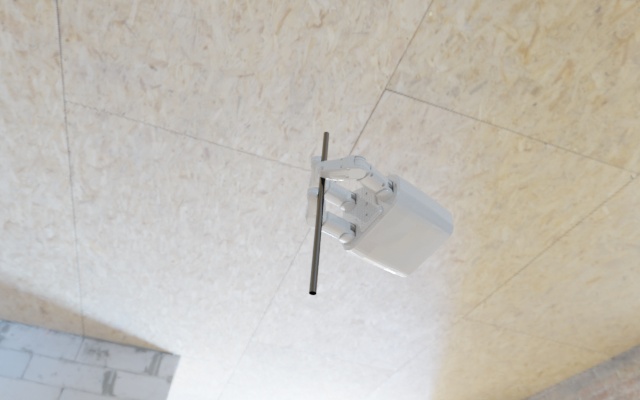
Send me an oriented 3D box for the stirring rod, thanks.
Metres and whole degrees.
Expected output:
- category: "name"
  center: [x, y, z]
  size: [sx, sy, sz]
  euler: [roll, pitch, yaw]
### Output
- category: "stirring rod"
  center: [0.000, 0.002, 0.549]
  size: [0.011, 0.239, 0.011]
  euler: [3, -42, 2]
